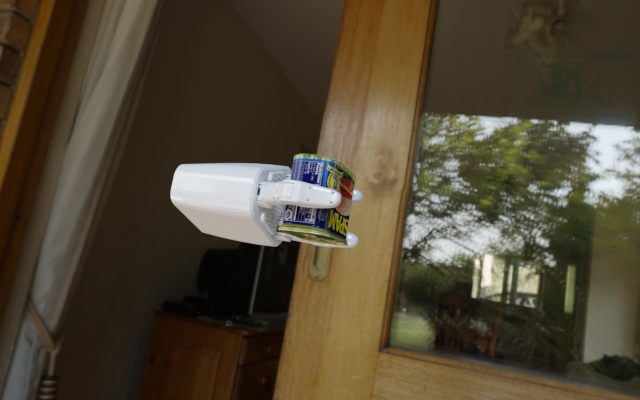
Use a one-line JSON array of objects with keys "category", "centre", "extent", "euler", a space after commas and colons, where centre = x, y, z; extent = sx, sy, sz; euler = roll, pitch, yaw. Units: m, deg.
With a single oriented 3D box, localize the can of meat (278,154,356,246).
[{"category": "can of meat", "centre": [0.000, 0.001, 0.536], "extent": [0.057, 0.084, 0.102], "euler": [5, -10, 21]}]
